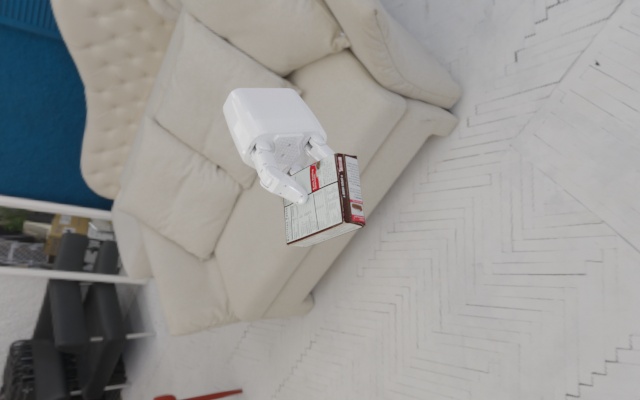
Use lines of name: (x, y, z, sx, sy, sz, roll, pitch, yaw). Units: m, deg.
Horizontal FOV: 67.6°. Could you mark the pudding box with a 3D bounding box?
pudding box: (0.000, 0.002, 0.587, 0.039, 0.090, 0.113, 7, -21, -39)
